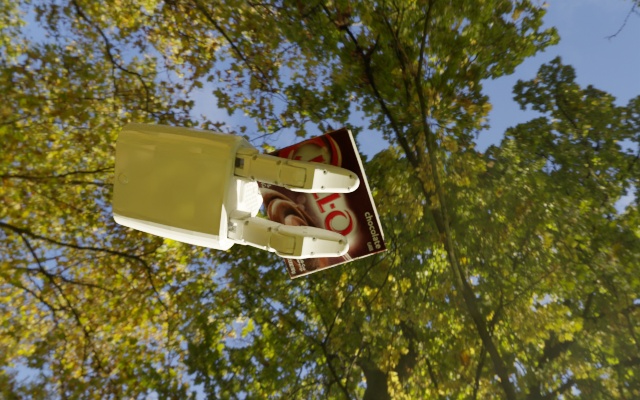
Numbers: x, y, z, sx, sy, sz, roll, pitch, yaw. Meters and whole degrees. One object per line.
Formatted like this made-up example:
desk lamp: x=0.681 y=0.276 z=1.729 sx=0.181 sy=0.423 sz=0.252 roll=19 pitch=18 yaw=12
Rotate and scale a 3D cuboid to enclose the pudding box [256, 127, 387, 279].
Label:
pudding box: x=0.000 y=0.001 z=0.423 sx=0.090 sy=0.113 sz=0.039 roll=-18 pitch=7 yaw=12
